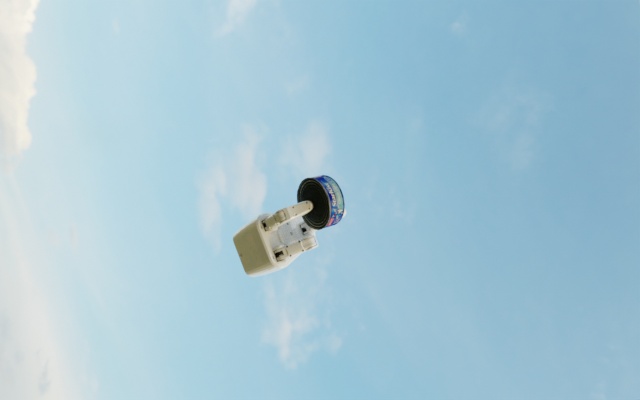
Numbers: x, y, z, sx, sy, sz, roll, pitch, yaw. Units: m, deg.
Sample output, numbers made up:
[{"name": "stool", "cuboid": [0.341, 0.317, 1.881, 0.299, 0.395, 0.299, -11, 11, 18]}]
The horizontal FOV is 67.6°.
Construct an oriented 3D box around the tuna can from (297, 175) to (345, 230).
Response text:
[{"name": "tuna can", "cuboid": [0.001, 0.002, 0.771, 0.034, 0.086, 0.086, -14, 9, -37]}]
